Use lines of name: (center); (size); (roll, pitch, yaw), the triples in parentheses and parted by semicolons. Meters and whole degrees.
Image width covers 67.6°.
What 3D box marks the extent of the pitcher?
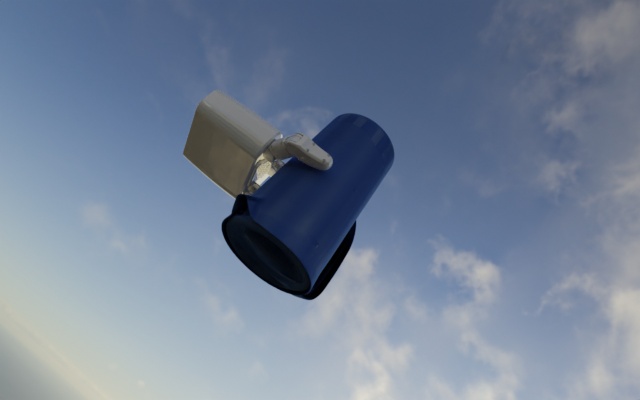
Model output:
pitcher: (0.000, 0.002, 0.632); (0.145, 0.242, 0.149); (36, -32, 7)
